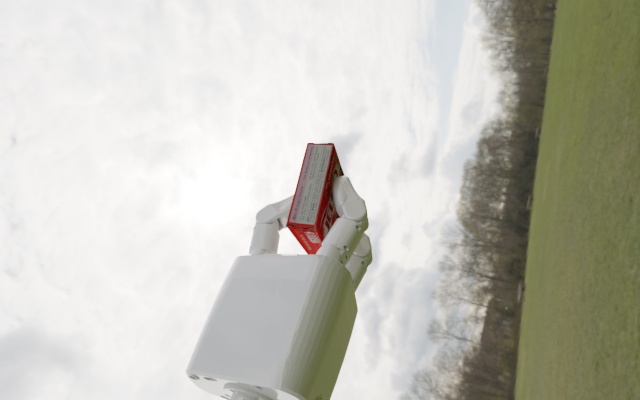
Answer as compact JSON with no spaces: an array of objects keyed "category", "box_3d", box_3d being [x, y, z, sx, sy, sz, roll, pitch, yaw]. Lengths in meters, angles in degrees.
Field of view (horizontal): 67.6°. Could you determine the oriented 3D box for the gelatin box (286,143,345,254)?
[{"category":"gelatin box","box_3d":[0.000,0.001,0.452,0.030,0.089,0.073,4,-26,16]}]
